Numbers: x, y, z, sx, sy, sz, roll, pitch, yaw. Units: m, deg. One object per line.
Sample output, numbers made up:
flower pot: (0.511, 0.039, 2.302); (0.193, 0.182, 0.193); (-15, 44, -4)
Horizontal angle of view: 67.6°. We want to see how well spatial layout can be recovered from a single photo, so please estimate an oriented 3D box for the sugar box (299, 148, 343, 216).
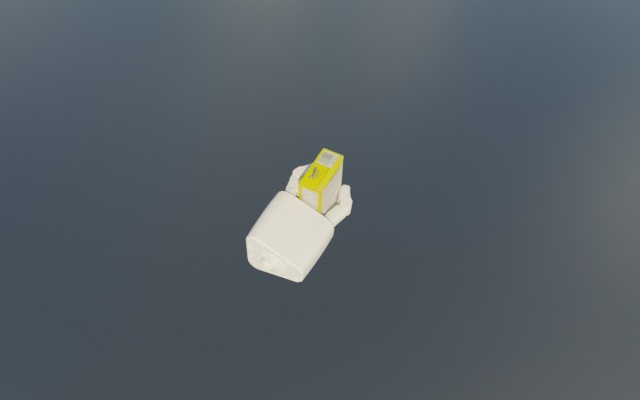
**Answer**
sugar box: (0.000, 0.003, 0.848); (0.048, 0.093, 0.176); (24, -36, 14)
